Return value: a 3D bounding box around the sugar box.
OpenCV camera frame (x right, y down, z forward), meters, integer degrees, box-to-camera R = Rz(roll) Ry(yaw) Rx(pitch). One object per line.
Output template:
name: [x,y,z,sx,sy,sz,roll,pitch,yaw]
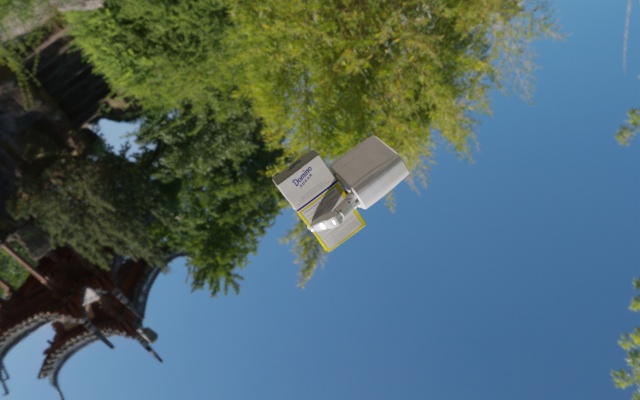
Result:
sugar box: [0.000,0.003,0.869,0.093,0.176,0.048,-36,26,-3]
